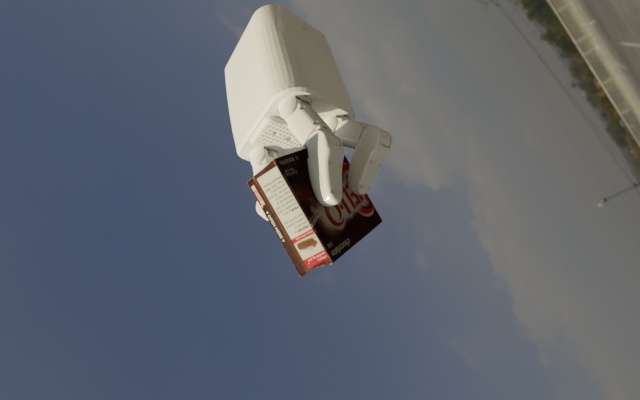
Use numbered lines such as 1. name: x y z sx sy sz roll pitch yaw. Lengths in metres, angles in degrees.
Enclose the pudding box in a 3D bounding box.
1. pudding box: 0.000 0.001 0.405 0.039 0.090 0.113 -31 -1 33
